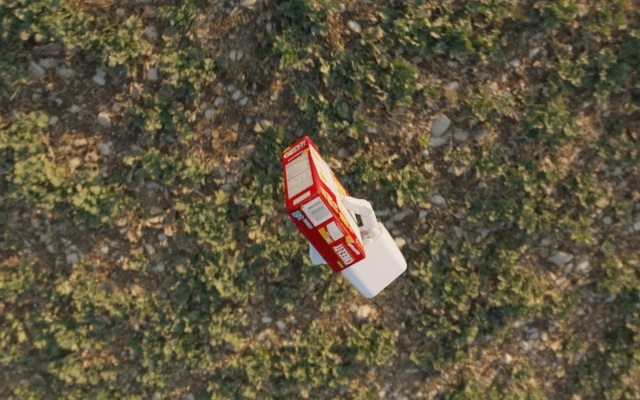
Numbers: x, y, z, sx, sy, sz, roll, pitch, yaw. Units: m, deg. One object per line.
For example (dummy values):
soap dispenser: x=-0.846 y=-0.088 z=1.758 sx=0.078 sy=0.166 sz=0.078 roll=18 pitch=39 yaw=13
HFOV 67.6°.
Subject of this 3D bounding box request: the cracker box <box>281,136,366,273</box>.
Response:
cracker box: x=0.000 y=0.003 z=0.873 sx=0.072 sy=0.164 sz=0.213 roll=-30 pitch=31 yaw=11
